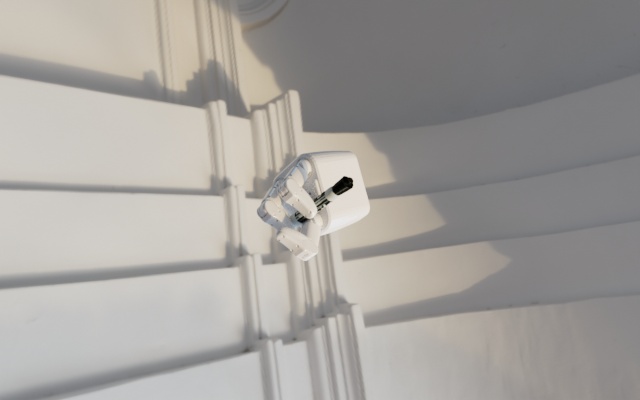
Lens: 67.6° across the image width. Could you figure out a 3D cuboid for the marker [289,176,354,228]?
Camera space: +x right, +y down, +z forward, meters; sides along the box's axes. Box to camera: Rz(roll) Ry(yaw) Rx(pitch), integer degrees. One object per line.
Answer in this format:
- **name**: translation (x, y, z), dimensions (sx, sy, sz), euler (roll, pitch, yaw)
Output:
- **marker**: translation (0.000, 0.002, 0.635), dimensions (0.020, 0.020, 0.121), euler (0, -28, -46)
